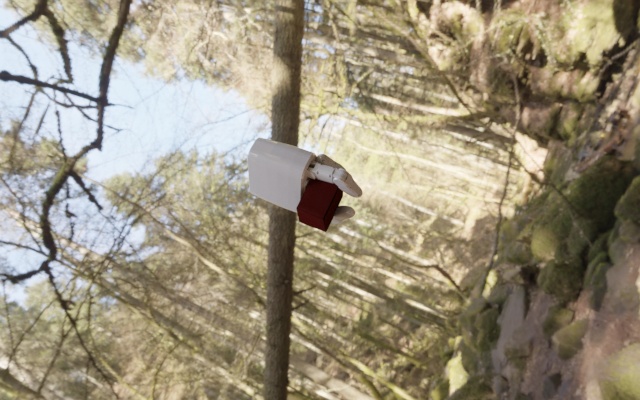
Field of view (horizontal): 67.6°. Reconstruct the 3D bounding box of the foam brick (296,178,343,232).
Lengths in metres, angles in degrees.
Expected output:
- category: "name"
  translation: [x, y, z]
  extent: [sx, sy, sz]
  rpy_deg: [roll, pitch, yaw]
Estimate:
- category: "foam brick"
  translation: [0.000, 0.003, 0.789]
  extent: [0.051, 0.078, 0.053]
  rpy_deg: [20, -26, 13]
